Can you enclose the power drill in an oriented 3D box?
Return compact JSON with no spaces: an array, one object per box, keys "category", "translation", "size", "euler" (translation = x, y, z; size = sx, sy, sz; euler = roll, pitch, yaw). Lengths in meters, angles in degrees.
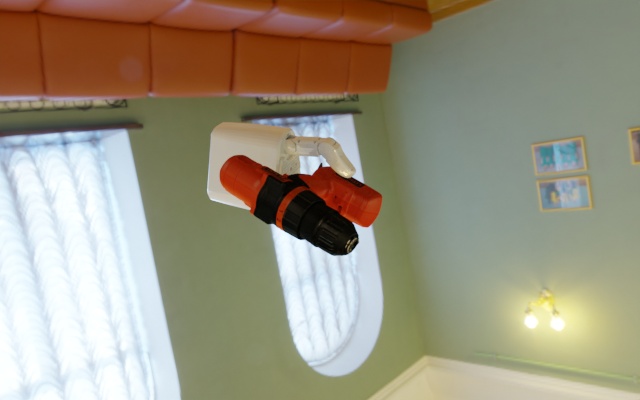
[{"category":"power drill","translation":[0.000,0.002,0.566],"size":[0.184,0.057,0.187],"euler":[32,16,28]}]
